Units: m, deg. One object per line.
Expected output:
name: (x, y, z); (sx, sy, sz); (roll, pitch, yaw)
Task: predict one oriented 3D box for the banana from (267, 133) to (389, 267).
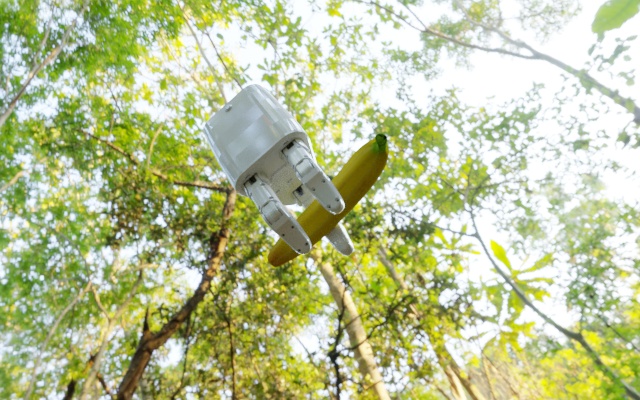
banana: (0.013, -0.002, 0.513); (0.069, 0.037, 0.198); (-6, -39, -55)
